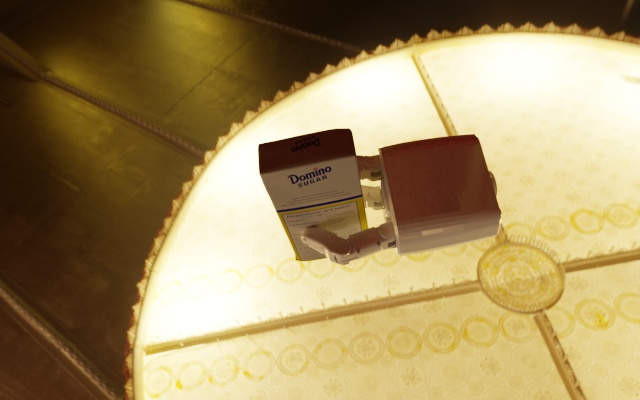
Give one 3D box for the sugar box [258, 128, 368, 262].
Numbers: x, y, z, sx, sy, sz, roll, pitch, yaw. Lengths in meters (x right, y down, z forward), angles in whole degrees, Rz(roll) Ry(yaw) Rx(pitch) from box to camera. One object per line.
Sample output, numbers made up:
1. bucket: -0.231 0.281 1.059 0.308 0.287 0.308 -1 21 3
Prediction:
1. sugar box: 0.000 0.001 0.510 0.093 0.048 0.176 -10 -38 3
